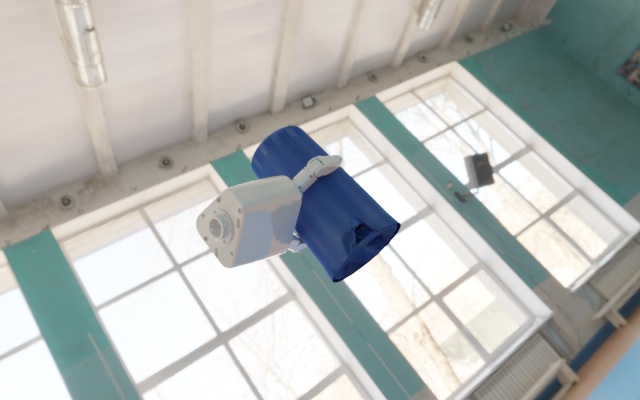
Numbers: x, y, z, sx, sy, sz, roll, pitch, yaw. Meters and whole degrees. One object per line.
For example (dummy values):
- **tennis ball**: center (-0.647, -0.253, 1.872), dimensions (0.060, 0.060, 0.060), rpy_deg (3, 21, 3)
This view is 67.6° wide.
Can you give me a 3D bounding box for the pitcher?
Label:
- **pitcher**: center (0.000, 0.002, 0.760), dimensions (0.145, 0.242, 0.149), rpy_deg (-15, -32, -49)
